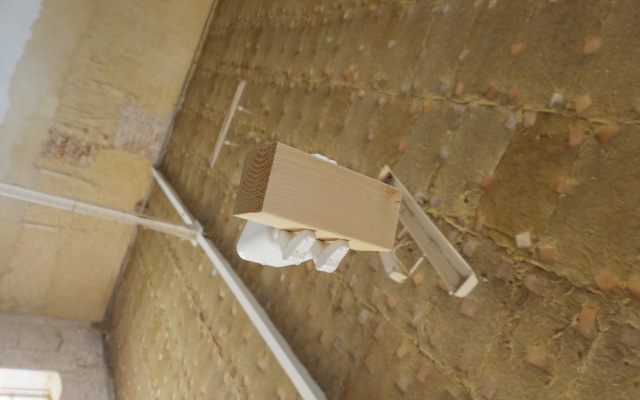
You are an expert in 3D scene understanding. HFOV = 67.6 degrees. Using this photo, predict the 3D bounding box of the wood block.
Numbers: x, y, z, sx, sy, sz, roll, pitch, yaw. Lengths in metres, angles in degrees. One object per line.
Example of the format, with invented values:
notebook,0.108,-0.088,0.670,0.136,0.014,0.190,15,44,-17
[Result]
wood block,0.000,0.002,0.647,0.206,0.091,0.090,18,-14,-31
